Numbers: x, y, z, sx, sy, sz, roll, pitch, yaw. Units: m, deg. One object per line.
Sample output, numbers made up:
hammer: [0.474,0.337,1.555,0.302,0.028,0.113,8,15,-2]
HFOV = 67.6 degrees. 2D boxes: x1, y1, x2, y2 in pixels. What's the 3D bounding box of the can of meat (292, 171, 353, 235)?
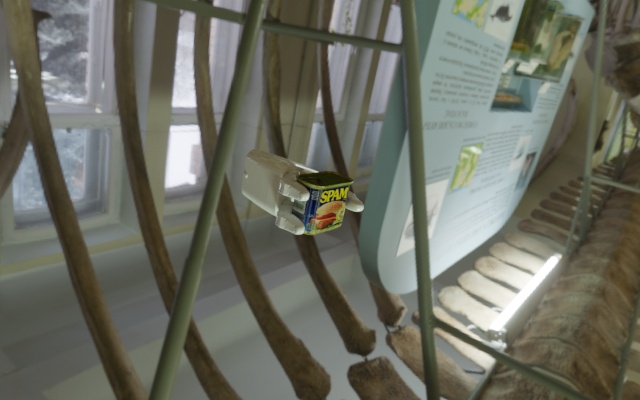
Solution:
can of meat: [0.000,0.003,0.779,0.057,0.084,0.102,25,23,35]
